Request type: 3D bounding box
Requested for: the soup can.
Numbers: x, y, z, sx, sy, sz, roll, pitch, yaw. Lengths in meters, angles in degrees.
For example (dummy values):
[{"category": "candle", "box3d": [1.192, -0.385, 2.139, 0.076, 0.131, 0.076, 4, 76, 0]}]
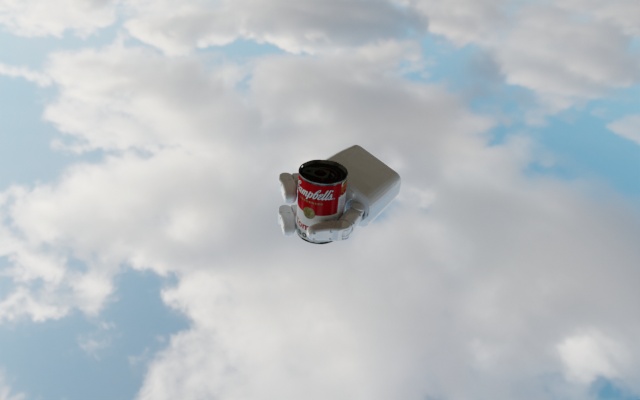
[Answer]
[{"category": "soup can", "box3d": [0.000, 0.003, 0.675, 0.068, 0.102, 0.068, 3, 33, -2]}]
